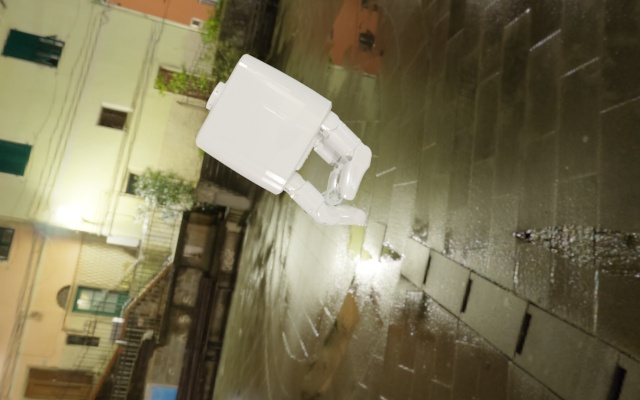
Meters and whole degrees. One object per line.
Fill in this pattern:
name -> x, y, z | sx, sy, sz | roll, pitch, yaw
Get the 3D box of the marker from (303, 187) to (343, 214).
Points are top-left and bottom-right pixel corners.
marker -> 0.000, 0.002, 0.571 | 0.020, 0.020, 0.121 | 0, -7, -15
